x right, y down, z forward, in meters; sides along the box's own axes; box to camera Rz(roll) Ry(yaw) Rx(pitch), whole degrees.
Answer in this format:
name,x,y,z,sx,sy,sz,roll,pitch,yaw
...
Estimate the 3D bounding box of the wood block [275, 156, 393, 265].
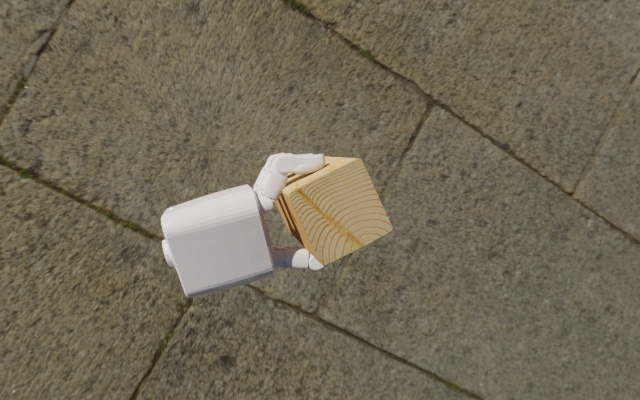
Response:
name,x,y,z,sx,sy,sz,roll,pitch,yaw
wood block,0.000,0.002,0.604,0.090,0.091,0.206,-27,11,-9
